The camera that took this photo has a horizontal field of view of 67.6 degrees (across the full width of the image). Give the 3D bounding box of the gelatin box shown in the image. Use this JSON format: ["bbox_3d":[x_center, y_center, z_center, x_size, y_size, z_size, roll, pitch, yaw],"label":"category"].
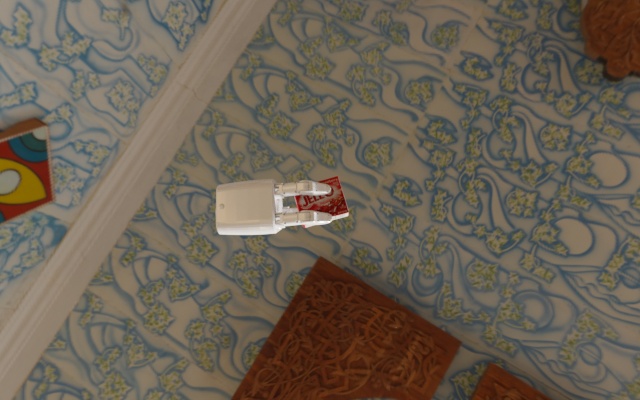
[{"bbox_3d":[0.000,0.003,0.881,0.089,0.073,0.030,-15,-15,-4],"label":"gelatin box"}]
